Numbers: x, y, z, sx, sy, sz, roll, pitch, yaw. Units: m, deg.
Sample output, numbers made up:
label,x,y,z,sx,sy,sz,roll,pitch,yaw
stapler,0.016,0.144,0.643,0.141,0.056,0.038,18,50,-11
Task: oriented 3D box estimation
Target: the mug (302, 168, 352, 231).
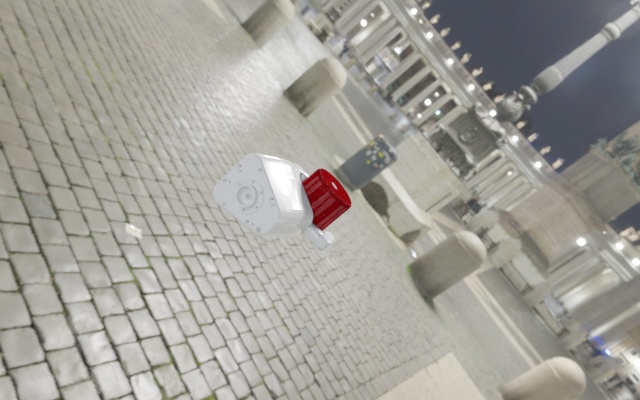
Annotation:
label,x,y,z,sx,sy,sz,roll,pitch,yaw
mug,0.001,0.003,0.786,0.081,0.093,0.117,-40,-14,16
